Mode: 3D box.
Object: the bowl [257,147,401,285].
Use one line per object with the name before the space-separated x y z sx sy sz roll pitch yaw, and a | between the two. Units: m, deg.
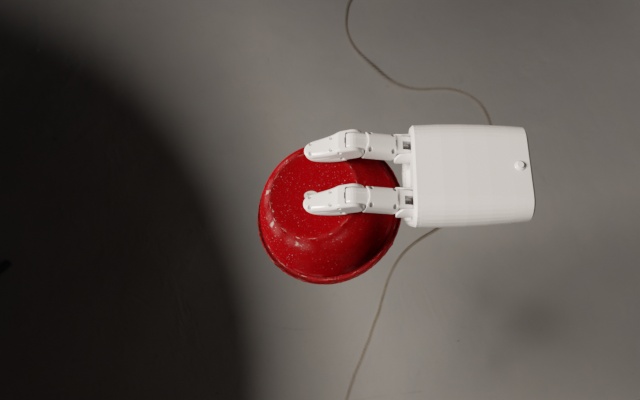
bowl | -0.001 0.002 0.490 0.162 0.162 0.055 0 -18 18
